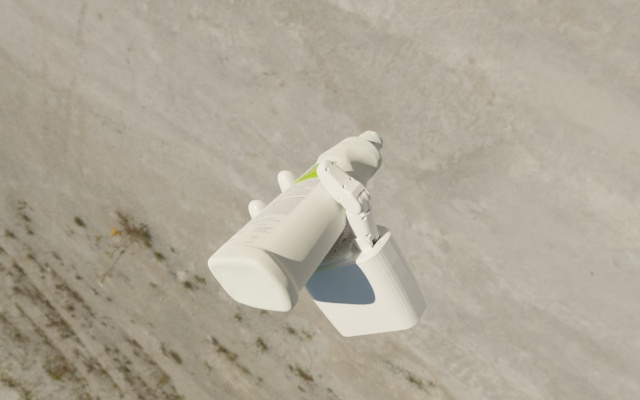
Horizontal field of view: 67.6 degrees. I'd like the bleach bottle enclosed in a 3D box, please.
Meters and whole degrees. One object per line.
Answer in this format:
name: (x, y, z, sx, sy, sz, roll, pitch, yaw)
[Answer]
bleach bottle: (0.000, 0.002, 0.505, 0.102, 0.068, 0.250, -6, 33, 47)
